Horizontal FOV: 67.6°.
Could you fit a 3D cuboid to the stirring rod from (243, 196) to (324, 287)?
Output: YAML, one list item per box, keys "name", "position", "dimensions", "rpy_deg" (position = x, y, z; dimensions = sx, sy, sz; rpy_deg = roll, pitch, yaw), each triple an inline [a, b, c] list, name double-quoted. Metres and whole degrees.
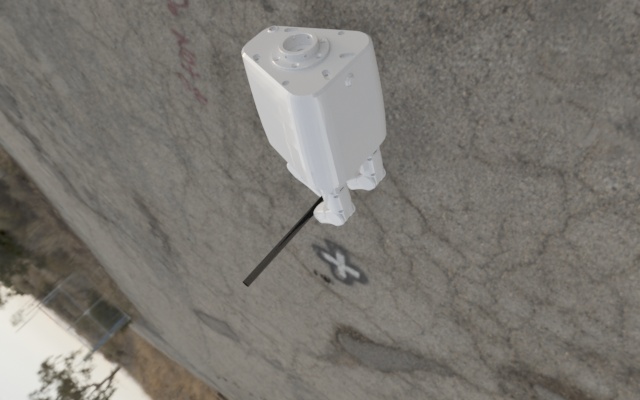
- name: "stirring rod"
  position: [0.000, 0.002, 0.521]
  dimensions: [0.239, 0.011, 0.011]
  rpy_deg: [-48, 23, -23]
